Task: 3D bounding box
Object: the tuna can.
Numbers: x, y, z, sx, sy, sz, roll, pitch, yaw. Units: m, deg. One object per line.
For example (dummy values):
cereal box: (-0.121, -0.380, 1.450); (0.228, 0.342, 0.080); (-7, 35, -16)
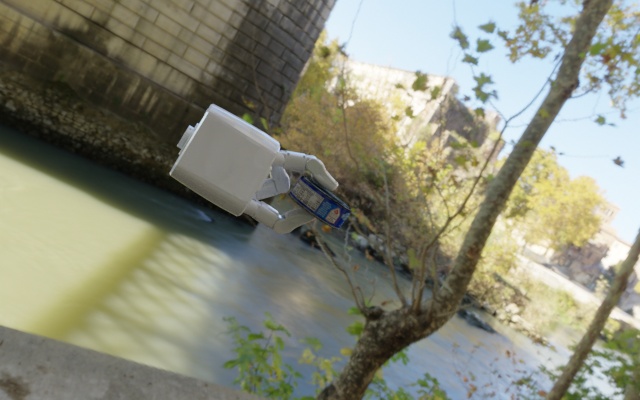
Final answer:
tuna can: (0.000, 0.002, 0.656); (0.086, 0.034, 0.086); (36, 5, -4)
